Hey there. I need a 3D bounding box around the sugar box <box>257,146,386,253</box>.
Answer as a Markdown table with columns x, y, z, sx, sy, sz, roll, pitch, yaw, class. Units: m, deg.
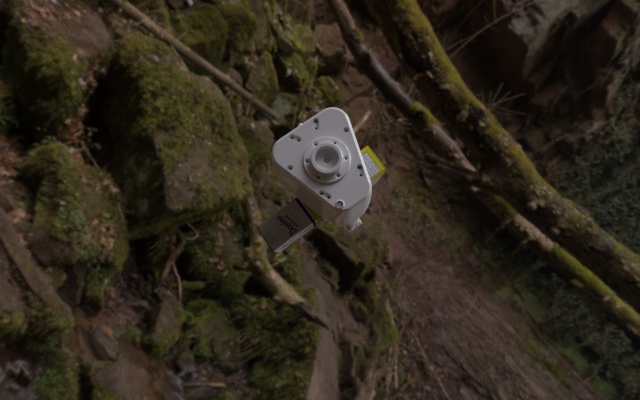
| x | y | z | sx | sy | sz | roll | pitch | yaw | class |
| --- | --- | --- | --- | --- | --- | --- | --- | --- | --- |
| 0.000 | 0.002 | 0.638 | 0.176 | 0.048 | 0.093 | -34 | -6 | -5 | sugar box |
